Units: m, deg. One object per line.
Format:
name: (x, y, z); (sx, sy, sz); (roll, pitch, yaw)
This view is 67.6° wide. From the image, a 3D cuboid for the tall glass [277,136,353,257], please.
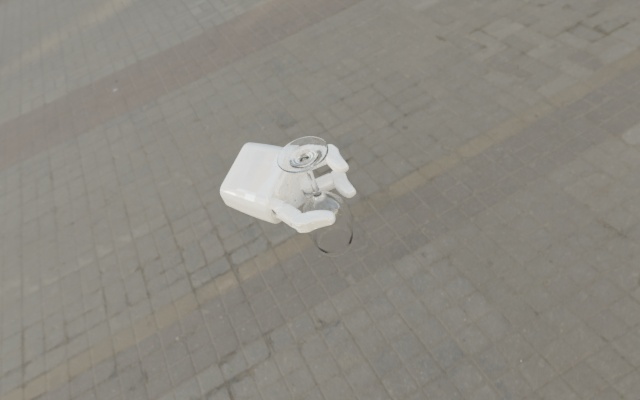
tall glass: (0.000, 0.002, 0.730); (0.079, 0.079, 0.201); (0, -43, 21)
